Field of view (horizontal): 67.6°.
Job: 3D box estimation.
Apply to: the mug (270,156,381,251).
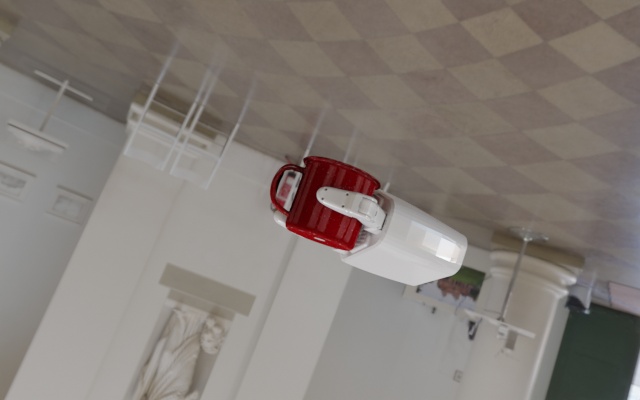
[{"bbox_3d":[-0.001,0.001,0.529,0.117,0.081,0.093,23,-10,-15],"label":"mug"}]
